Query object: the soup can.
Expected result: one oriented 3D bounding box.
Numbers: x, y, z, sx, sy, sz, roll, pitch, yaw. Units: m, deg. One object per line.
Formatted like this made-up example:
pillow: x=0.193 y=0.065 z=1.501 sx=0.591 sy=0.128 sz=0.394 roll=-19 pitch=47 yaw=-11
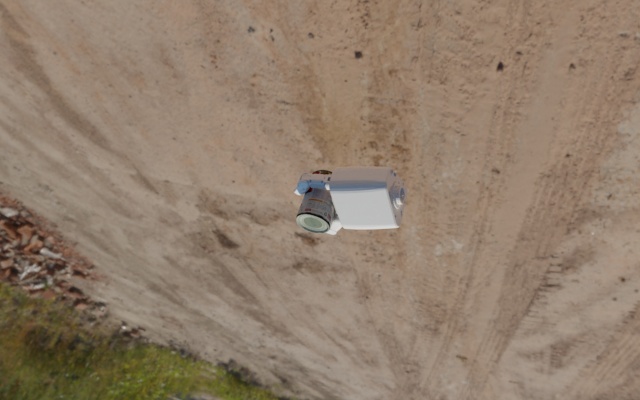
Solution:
soup can: x=0.000 y=0.003 z=0.897 sx=0.068 sy=0.102 sz=0.068 roll=14 pitch=-32 yaw=9
